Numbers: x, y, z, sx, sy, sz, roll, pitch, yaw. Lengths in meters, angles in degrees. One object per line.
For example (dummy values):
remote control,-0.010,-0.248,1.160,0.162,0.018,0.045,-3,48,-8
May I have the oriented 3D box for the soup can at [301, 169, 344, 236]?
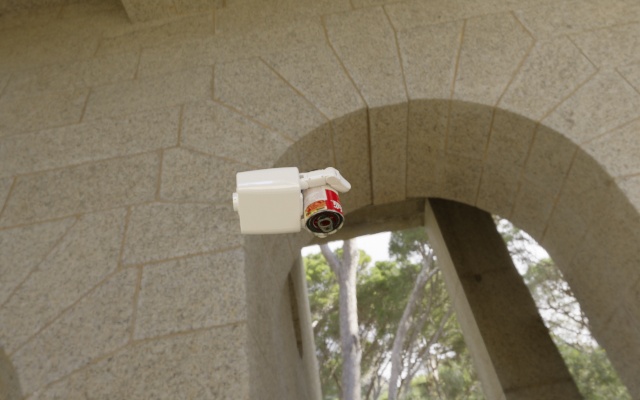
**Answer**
soup can,0.001,0.002,0.844,0.068,0.102,0.069,-6,-42,-6
